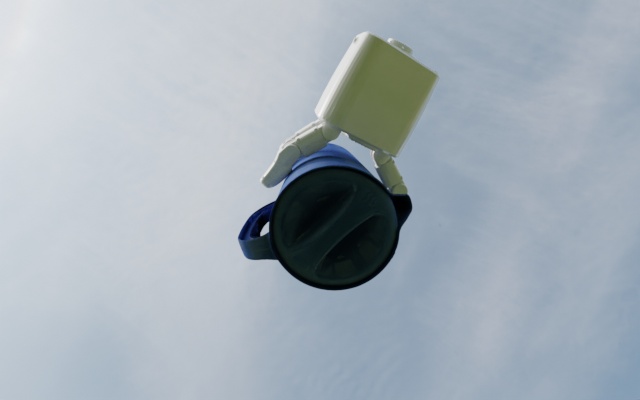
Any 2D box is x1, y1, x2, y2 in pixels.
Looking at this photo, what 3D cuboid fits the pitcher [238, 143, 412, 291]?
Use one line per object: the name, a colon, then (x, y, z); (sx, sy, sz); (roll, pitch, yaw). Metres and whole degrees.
pitcher: (0.000, 0.002, 0.587); (0.149, 0.145, 0.242); (26, 13, -9)
